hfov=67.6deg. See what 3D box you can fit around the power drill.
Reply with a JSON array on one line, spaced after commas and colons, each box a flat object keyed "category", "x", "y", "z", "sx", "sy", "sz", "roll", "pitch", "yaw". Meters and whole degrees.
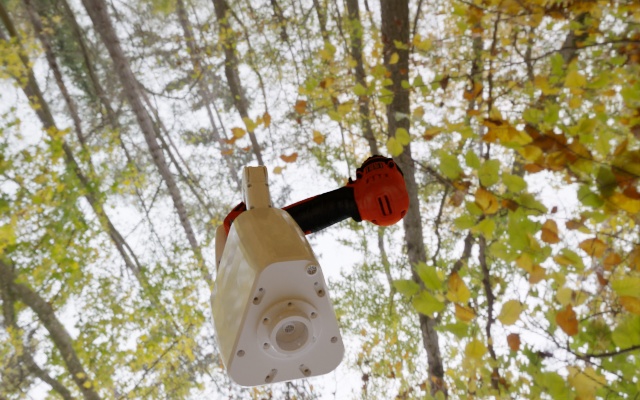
[{"category": "power drill", "x": 0.000, "y": 0.002, "z": 0.518, "sx": 0.187, "sy": 0.057, "sz": 0.184, "roll": -20, "pitch": 10, "yaw": 8}]
